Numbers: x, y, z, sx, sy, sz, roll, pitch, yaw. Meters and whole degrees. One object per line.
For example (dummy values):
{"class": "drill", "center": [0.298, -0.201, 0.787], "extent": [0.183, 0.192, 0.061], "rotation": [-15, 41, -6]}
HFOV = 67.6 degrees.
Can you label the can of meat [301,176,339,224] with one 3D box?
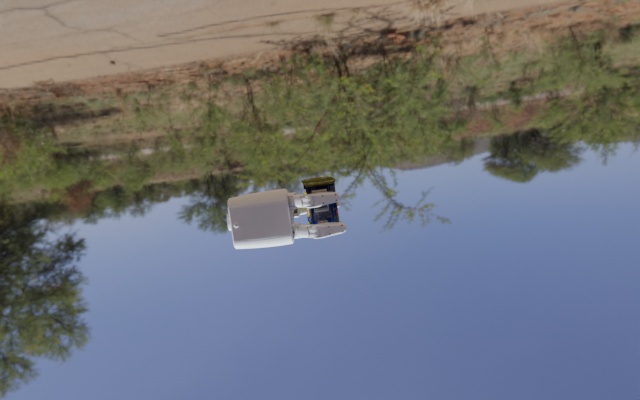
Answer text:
{"class": "can of meat", "center": [0.000, 0.003, 0.873], "extent": [0.057, 0.084, 0.102], "rotation": [-8, 7, -5]}
